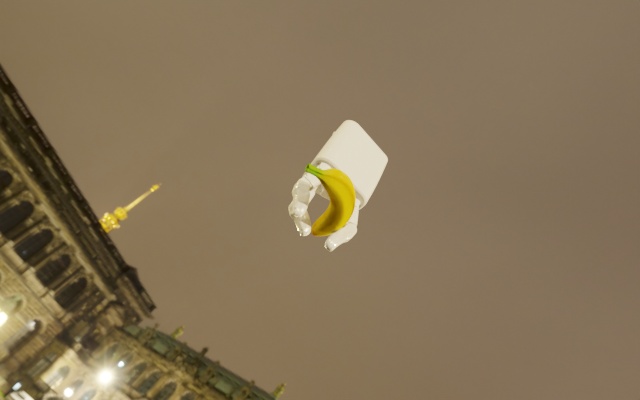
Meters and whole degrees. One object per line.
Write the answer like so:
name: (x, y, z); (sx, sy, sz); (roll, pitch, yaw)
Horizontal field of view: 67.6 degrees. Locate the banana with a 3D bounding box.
banana: (0.018, 0.006, 0.713); (0.069, 0.037, 0.198); (17, -31, 11)
